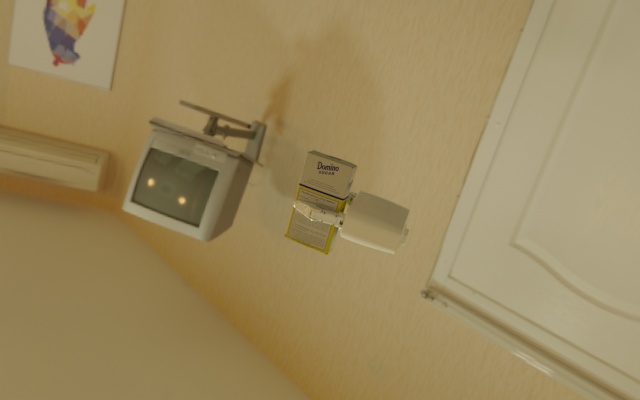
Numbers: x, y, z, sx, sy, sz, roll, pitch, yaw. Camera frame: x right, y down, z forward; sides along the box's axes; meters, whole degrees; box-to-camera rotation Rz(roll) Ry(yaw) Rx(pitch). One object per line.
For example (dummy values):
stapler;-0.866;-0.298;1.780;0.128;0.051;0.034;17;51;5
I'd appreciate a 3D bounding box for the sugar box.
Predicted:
sugar box;0.000;0.003;0.900;0.093;0.176;0.048;21;15;13
